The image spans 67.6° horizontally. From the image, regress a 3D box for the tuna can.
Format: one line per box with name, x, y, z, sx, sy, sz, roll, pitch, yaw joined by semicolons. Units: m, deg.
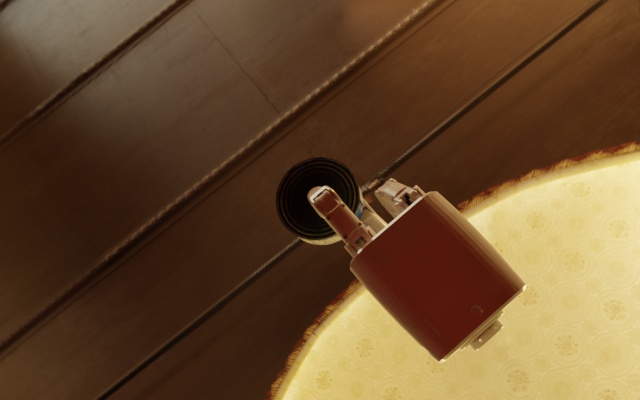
tuna can;0.000;0.002;0.486;0.086;0.086;0.034;0;-16;13
